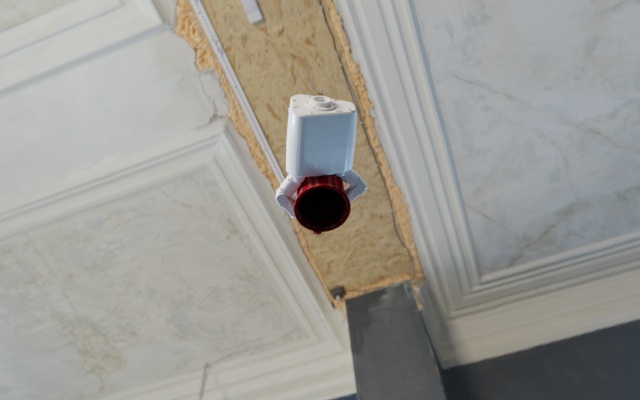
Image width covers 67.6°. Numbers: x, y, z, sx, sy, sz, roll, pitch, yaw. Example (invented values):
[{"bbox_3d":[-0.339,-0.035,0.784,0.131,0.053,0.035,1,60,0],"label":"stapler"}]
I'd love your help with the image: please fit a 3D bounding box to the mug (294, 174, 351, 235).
[{"bbox_3d":[0.000,0.004,0.815,0.093,0.117,0.081,2,33,-5],"label":"mug"}]
